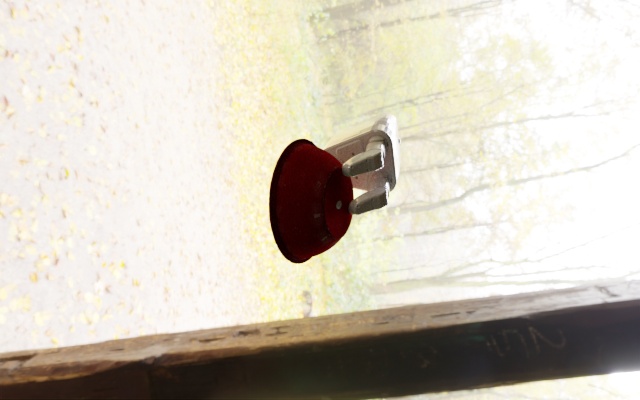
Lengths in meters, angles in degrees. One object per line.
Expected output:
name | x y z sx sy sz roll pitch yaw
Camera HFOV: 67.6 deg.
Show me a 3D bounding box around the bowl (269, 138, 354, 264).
bowl | 0.000 0.003 0.604 0.055 0.162 0.162 3 1 27
